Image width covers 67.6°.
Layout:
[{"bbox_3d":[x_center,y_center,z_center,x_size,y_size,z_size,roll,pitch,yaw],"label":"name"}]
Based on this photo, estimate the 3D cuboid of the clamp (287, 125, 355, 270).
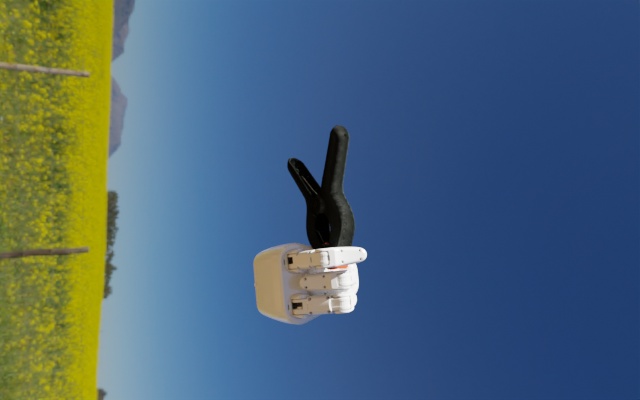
[{"bbox_3d":[0.001,0.002,0.603,0.039,0.171,0.120,2,-10,-30],"label":"clamp"}]
